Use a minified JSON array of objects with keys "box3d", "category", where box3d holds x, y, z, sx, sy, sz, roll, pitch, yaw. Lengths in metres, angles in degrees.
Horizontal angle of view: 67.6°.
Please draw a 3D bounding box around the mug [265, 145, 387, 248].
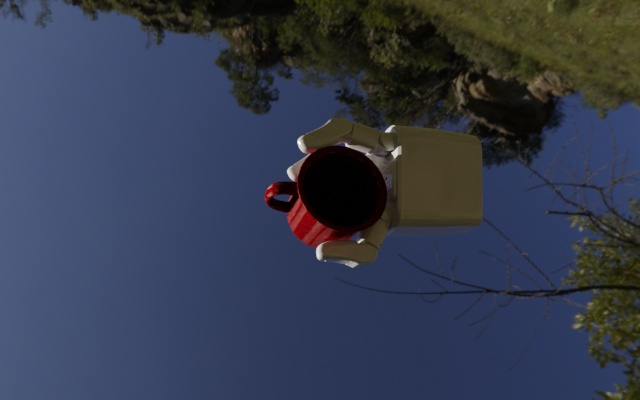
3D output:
[{"box3d":[-0.001,0.002,0.497,0.117,0.093,0.081,3,-23,-16],"category":"mug"}]
